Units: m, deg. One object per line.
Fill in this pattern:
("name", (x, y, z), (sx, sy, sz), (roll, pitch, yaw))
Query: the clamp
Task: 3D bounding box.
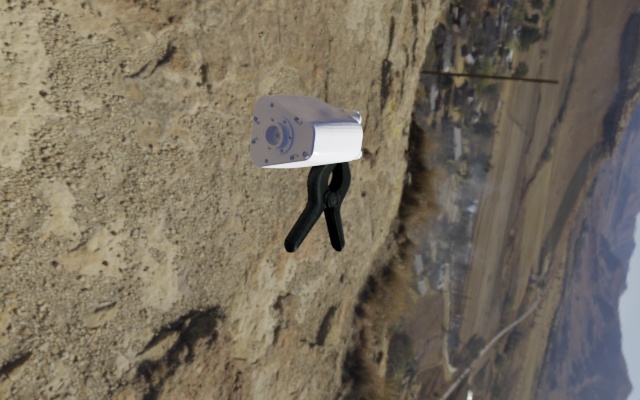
("clamp", (0.001, 0.002, 0.706), (0.039, 0.171, 0.120), (13, 14, 38))
